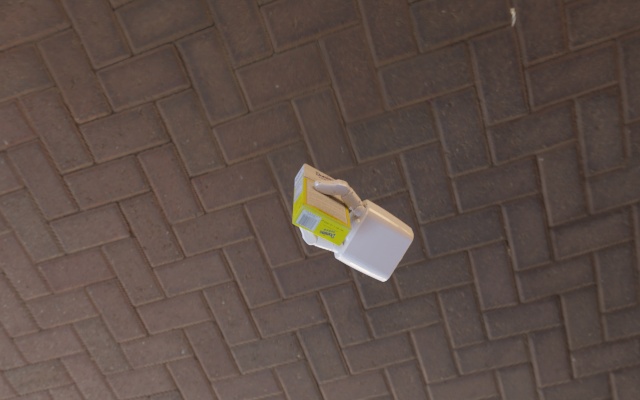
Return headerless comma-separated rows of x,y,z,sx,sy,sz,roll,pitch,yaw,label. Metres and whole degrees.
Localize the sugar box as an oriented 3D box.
0.000,0.003,0.848,0.093,0.048,0.176,28,20,-14,sugar box
